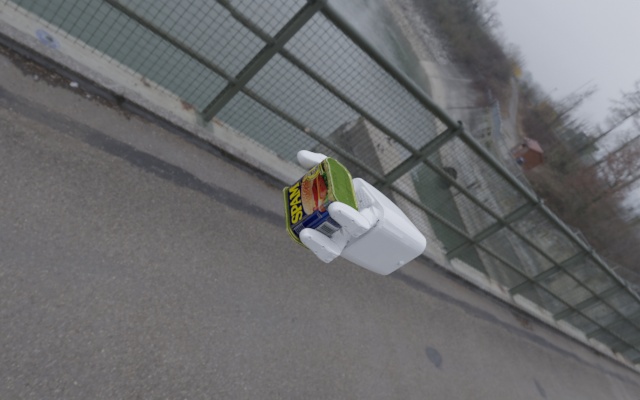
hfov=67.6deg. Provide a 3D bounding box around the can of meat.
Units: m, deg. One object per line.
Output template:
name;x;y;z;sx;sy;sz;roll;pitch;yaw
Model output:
can of meat;0.000;0.002;0.640;0.084;0.102;0.057;-37;-52;26
